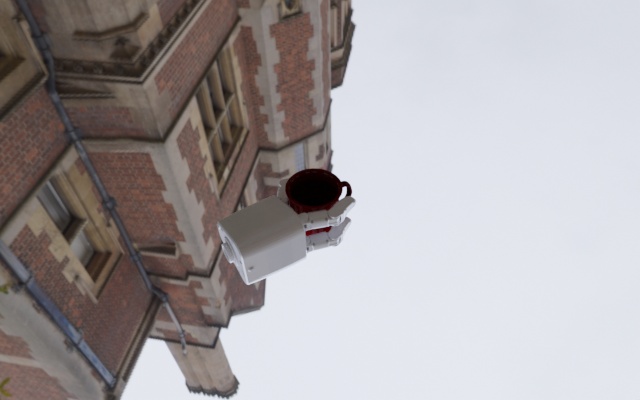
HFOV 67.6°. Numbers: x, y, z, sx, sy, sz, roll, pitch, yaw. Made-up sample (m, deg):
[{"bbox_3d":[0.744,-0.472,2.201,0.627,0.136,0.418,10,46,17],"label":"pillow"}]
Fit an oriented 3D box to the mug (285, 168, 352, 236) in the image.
[{"bbox_3d":[0.001,0.002,0.801,0.117,0.082,0.093,-22,50,-20],"label":"mug"}]
